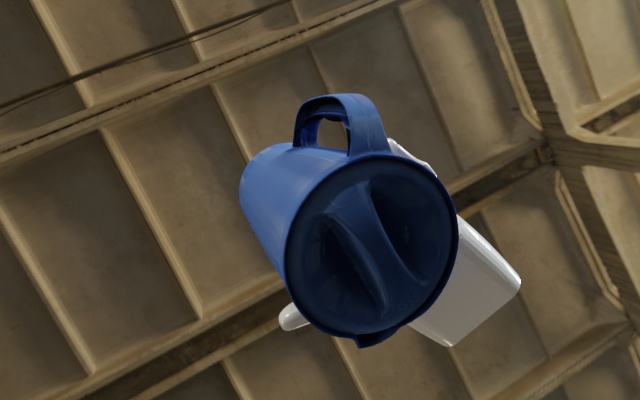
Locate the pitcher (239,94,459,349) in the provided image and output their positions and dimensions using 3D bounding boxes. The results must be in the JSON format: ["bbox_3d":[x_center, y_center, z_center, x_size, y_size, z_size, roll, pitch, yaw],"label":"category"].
[{"bbox_3d":[0.000,0.002,0.429,0.145,0.149,0.242,38,-3,-24],"label":"pitcher"}]
